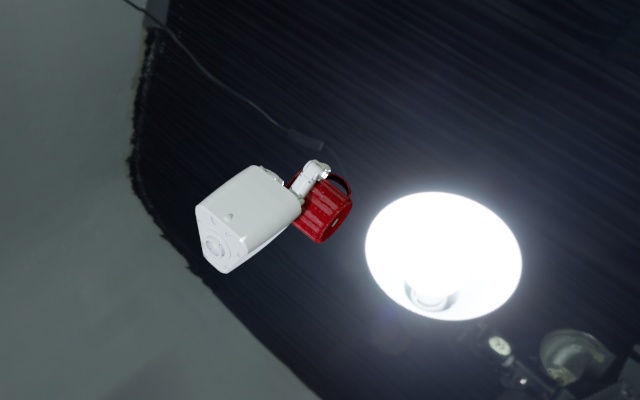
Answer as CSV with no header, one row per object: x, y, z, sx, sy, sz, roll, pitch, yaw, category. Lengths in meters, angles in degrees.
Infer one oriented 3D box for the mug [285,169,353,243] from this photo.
0.001,0.002,0.711,0.117,0.081,0.093,-40,-18,-36,mug
